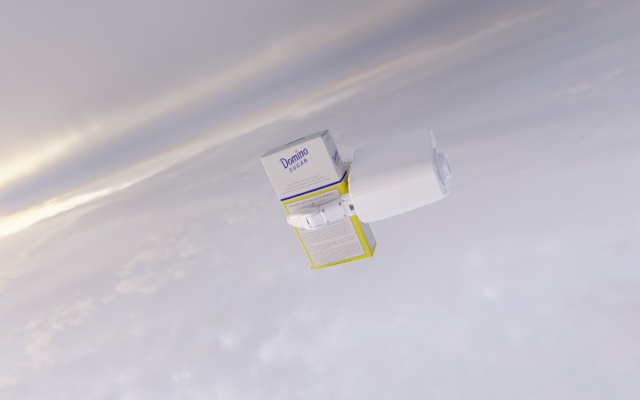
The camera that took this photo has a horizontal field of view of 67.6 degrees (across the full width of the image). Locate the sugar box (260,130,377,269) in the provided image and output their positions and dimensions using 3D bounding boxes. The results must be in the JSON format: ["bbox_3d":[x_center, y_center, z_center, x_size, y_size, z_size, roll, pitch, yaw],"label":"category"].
[{"bbox_3d":[0.000,0.002,0.638,0.093,0.176,0.048,-16,16,22],"label":"sugar box"}]
